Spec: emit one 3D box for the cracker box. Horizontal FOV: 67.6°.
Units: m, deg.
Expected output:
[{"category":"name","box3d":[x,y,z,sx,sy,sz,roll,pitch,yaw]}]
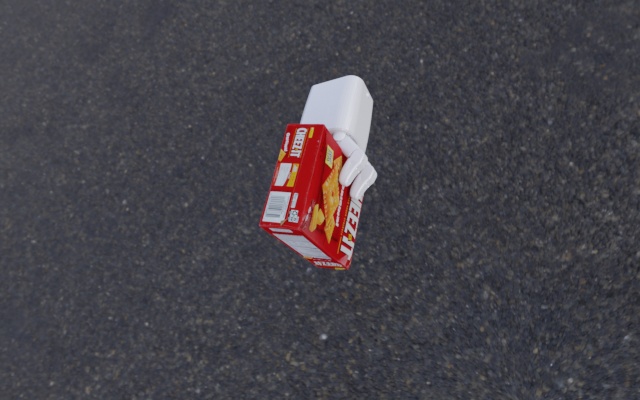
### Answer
[{"category":"cracker box","box3d":[0.000,0.002,0.754,0.072,0.164,0.214,4,-20,25]}]
